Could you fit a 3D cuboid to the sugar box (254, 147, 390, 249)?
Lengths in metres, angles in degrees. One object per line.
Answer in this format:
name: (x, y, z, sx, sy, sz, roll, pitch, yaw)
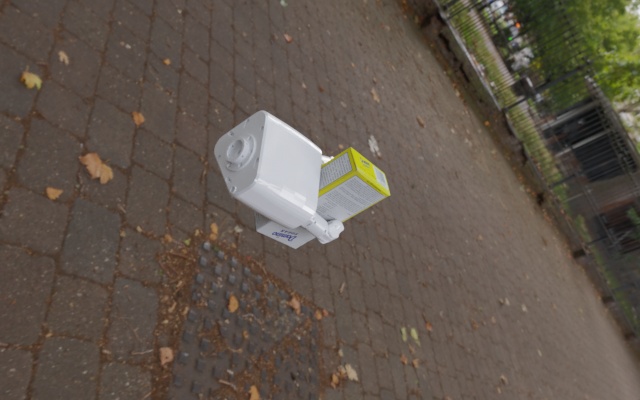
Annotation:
sugar box: (0.000, 0.002, 0.672, 0.176, 0.048, 0.093, -28, -37, 25)
